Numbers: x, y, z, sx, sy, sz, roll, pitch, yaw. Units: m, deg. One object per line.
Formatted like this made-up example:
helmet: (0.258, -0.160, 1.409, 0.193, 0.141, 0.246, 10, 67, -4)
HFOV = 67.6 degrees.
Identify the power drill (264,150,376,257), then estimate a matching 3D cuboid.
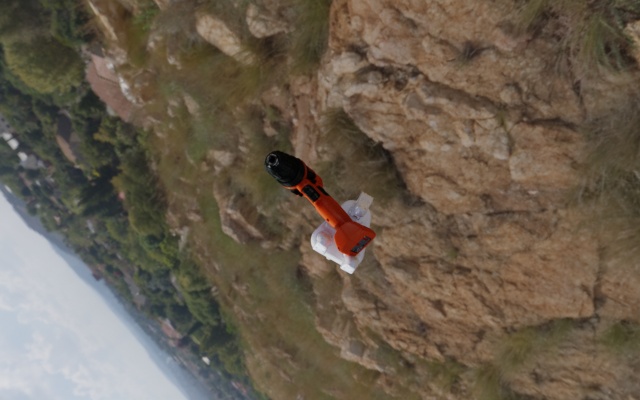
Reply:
power drill: (0.000, 0.003, 0.775, 0.057, 0.187, 0.184, -44, -21, 8)
